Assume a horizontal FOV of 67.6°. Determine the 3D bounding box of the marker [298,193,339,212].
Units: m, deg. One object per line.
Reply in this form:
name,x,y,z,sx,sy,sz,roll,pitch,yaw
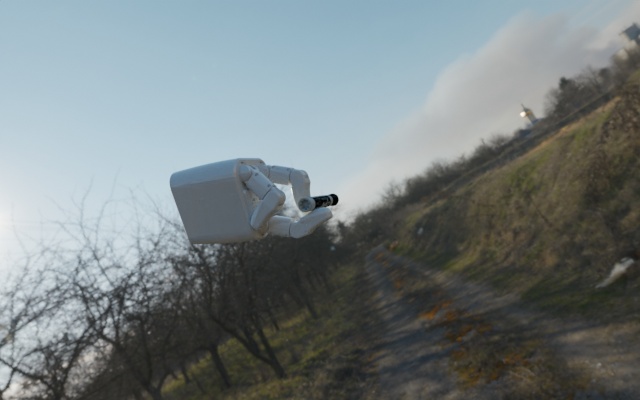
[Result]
marker,0.000,0.002,0.659,0.020,0.020,0.121,0,3,19
